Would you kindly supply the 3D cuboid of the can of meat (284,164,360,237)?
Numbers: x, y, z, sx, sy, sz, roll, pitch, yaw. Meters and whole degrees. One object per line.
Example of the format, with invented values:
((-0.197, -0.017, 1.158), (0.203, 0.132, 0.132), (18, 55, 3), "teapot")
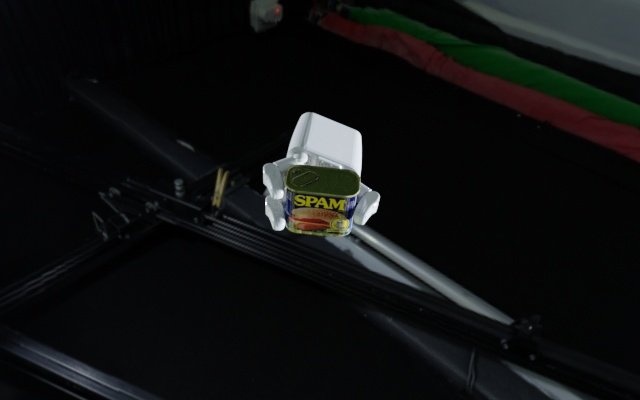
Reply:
((0.000, 0.003, 0.672), (0.102, 0.084, 0.057), (6, 42, 1), "can of meat")
